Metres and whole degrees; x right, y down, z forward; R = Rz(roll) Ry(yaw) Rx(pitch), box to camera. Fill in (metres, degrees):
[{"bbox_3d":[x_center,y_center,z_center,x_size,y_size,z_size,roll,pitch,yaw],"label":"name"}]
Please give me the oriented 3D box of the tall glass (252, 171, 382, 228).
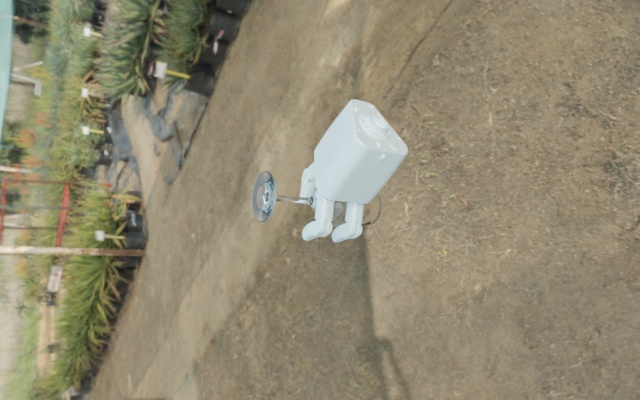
[{"bbox_3d":[-0.001,0.002,0.742,0.201,0.079,0.079,6,-3,-33],"label":"tall glass"}]
